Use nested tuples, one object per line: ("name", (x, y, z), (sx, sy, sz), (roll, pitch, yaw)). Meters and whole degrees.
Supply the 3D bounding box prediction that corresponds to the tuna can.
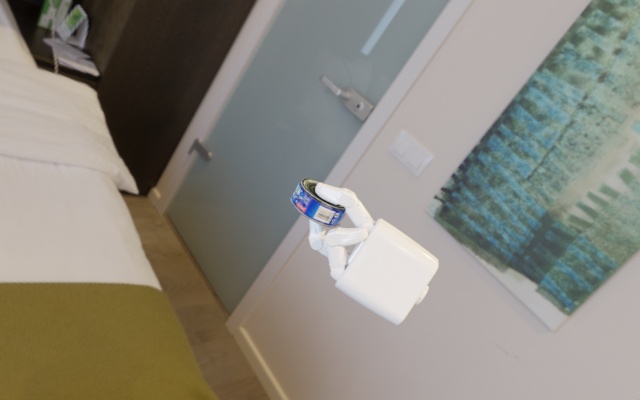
("tuna can", (0.000, 0.002, 0.722), (0.086, 0.034, 0.086), (26, 20, -10))
